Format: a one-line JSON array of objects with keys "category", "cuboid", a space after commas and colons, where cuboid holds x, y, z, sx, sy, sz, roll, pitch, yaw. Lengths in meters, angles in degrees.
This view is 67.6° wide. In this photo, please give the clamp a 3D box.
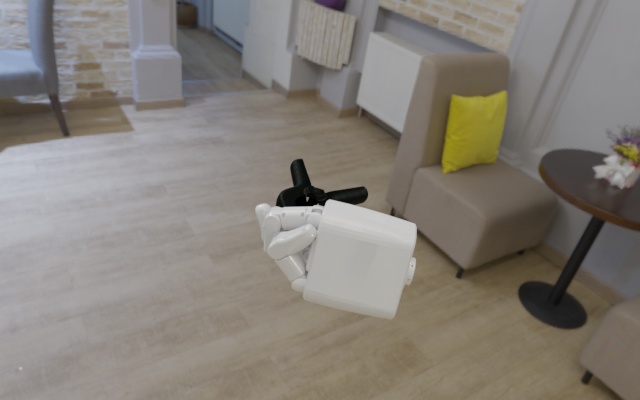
[{"category": "clamp", "cuboid": [0.000, 0.002, 0.634, 0.120, 0.039, 0.171, 15, 33, 4]}]
